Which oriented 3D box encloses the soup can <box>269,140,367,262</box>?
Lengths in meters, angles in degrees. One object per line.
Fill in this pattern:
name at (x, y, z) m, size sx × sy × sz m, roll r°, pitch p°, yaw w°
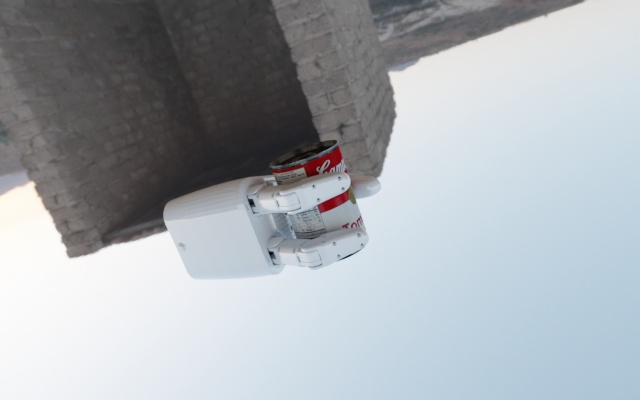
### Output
soup can at (0.001, 0.002, 0.458) m, size 0.068 × 0.102 × 0.068 m, roll -18°, pitch 15°, yaw 5°
